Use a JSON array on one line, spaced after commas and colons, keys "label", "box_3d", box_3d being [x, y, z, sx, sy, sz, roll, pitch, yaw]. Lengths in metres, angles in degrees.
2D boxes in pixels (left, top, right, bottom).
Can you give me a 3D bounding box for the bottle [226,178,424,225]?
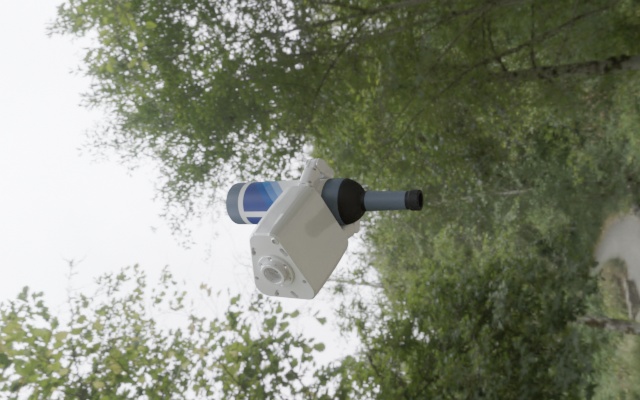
[{"label": "bottle", "box_3d": [0.000, 0.002, 0.685, 0.296, 0.069, 0.069, -1, -1, 29]}]
